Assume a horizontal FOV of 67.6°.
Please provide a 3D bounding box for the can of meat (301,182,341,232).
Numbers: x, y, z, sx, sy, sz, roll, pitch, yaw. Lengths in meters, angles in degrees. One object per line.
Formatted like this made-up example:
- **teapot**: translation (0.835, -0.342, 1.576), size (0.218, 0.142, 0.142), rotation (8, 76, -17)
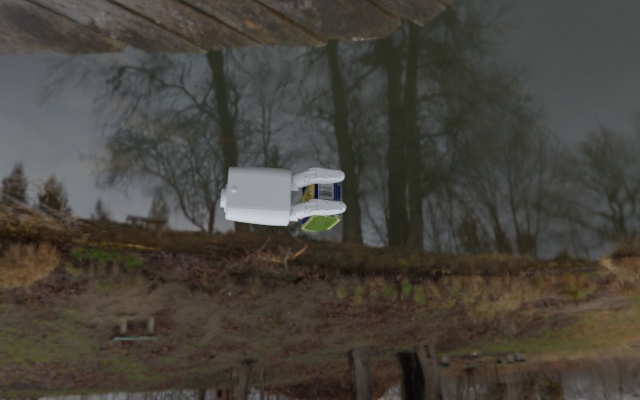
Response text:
- **can of meat**: translation (0.000, 0.003, 0.841), size (0.057, 0.084, 0.102), rotation (6, -20, -15)
